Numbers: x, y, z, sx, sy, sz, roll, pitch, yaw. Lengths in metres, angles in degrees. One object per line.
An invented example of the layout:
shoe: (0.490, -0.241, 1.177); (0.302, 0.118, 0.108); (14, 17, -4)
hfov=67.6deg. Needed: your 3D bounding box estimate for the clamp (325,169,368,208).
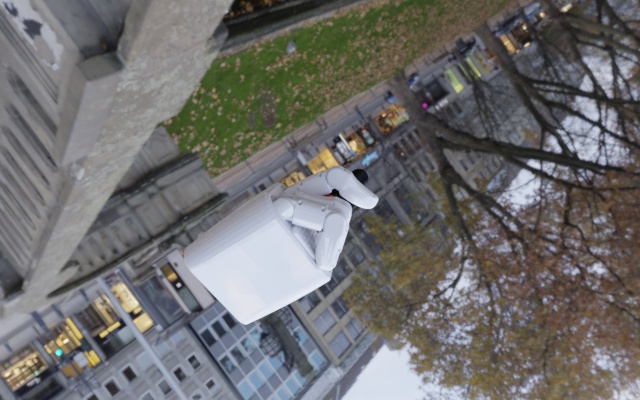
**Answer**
clamp: (0.000, 0.002, 0.576); (0.120, 0.039, 0.171); (-29, 4, 11)
